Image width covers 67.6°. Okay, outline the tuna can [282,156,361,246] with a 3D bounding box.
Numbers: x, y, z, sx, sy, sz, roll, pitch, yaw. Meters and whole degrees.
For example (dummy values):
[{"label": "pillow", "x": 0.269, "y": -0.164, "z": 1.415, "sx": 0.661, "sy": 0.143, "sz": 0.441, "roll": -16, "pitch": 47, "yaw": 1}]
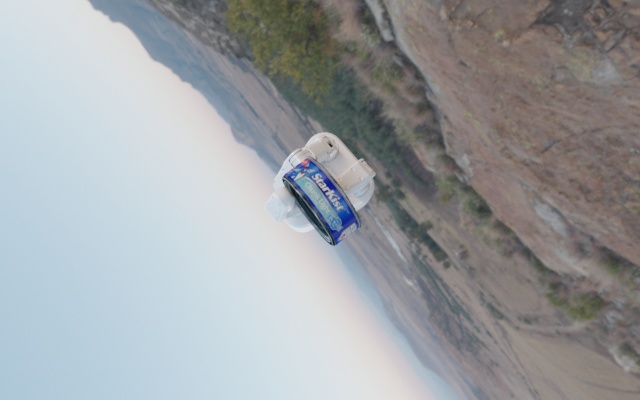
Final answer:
[{"label": "tuna can", "x": 0.000, "y": 0.002, "z": 0.462, "sx": 0.034, "sy": 0.086, "sz": 0.086, "roll": -37, "pitch": 6, "yaw": -8}]
